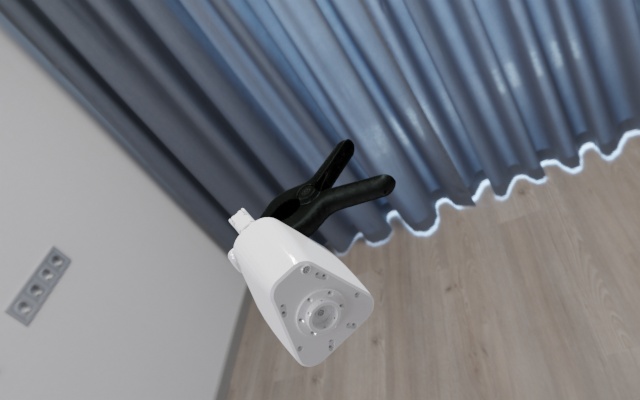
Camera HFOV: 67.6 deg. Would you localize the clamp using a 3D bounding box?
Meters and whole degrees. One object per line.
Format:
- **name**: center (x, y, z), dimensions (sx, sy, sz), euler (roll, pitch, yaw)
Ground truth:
- **clamp**: center (0.000, 0.001, 0.539), dimensions (0.171, 0.039, 0.120), euler (-42, 31, -8)
